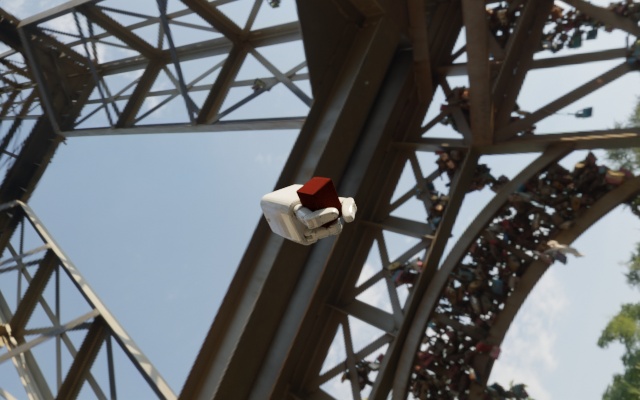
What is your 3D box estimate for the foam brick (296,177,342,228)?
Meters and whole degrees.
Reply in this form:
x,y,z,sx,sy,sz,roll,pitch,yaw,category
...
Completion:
x,y,z,sx,sy,sz,roll,pitch,yaw,category
0.000,0.003,0.880,0.053,0.078,0.051,-39,32,-28,foam brick
